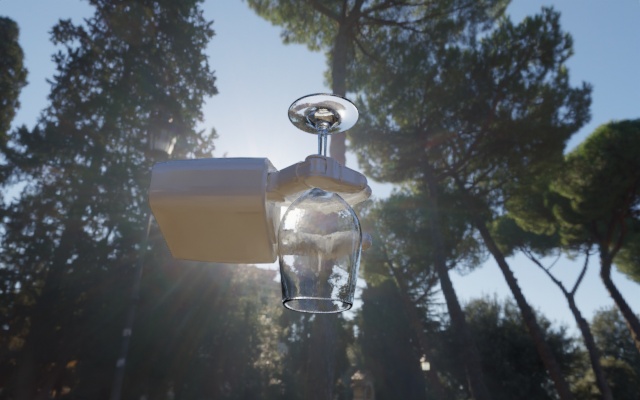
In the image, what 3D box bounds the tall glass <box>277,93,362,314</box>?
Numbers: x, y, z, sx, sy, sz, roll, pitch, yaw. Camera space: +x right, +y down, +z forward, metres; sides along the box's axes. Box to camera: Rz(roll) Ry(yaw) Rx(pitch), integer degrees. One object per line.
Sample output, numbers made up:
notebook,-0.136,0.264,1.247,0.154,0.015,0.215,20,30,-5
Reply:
tall glass,0.000,0.001,0.455,0.079,0.201,0.079,1,-24,0
